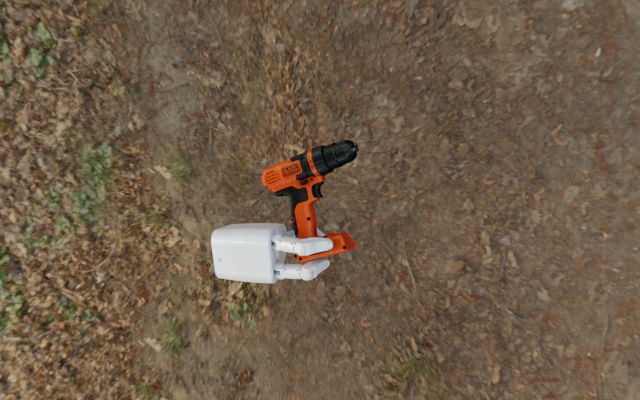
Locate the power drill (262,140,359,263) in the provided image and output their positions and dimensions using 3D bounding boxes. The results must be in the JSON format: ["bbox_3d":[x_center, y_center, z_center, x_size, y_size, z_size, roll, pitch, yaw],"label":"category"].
[{"bbox_3d":[0.000,0.003,0.828,0.184,0.187,0.057,-19,-7,24],"label":"power drill"}]
